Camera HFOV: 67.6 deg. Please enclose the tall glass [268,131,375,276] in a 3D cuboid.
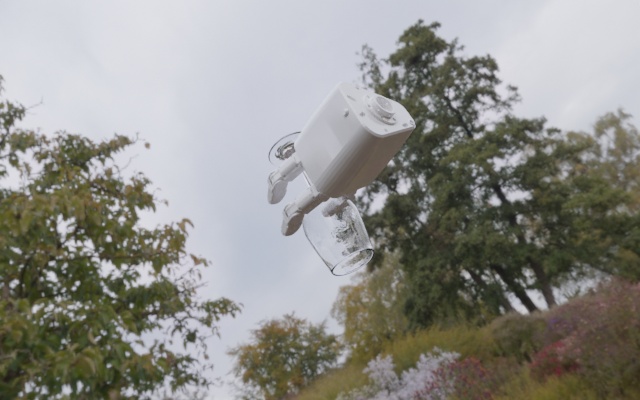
[{"bbox_3d":[0.000,0.002,0.652,0.079,0.201,0.079,-22,-28,-12],"label":"tall glass"}]
